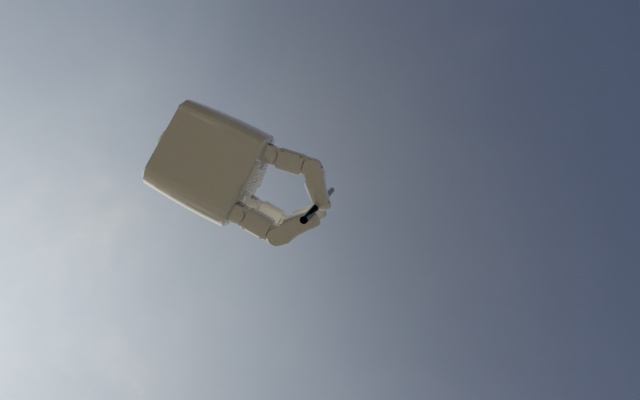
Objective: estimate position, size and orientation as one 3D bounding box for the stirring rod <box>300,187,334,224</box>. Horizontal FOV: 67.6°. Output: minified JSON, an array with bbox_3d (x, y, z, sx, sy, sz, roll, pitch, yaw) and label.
[{"bbox_3d":[0.000,0.002,0.579,0.011,0.011,0.239,0,8,8],"label":"stirring rod"}]
